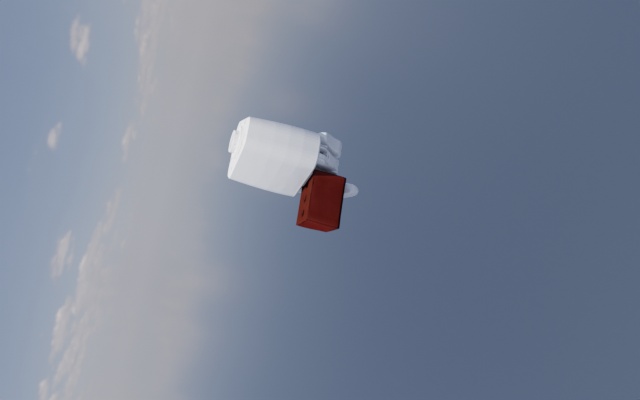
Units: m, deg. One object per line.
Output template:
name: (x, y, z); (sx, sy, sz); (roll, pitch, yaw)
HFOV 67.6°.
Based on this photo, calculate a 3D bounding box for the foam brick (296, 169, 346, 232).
foam brick: (0.000, 0.003, 0.699); (0.051, 0.078, 0.053); (14, -16, -18)
